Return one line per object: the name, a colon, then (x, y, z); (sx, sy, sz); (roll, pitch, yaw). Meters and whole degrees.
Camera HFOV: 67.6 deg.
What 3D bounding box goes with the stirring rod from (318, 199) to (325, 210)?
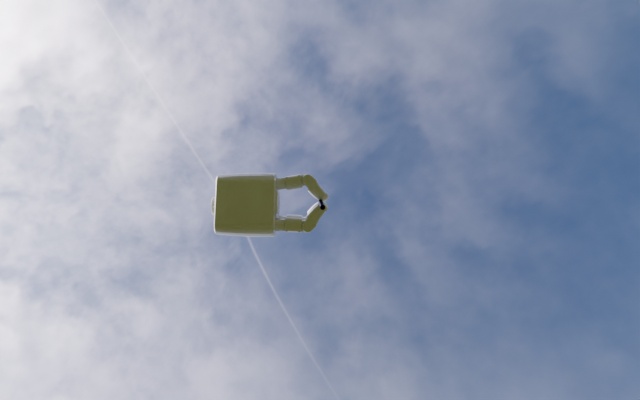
stirring rod: (0.000, 0.003, 0.836); (0.011, 0.011, 0.239); (0, 4, -2)
